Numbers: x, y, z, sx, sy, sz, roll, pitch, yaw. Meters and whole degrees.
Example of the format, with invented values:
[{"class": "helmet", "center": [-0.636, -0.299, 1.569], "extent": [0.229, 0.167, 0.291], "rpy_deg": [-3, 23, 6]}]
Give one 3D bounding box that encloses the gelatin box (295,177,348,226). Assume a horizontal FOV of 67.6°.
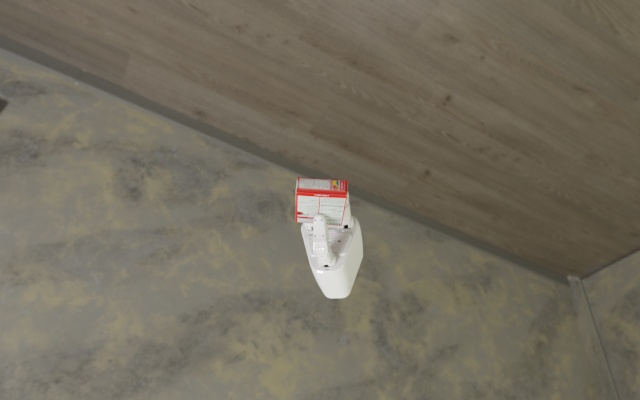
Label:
[{"class": "gelatin box", "center": [0.000, 0.003, 0.709], "extent": [0.073, 0.030, 0.089], "rpy_deg": [4, -32, -1]}]
